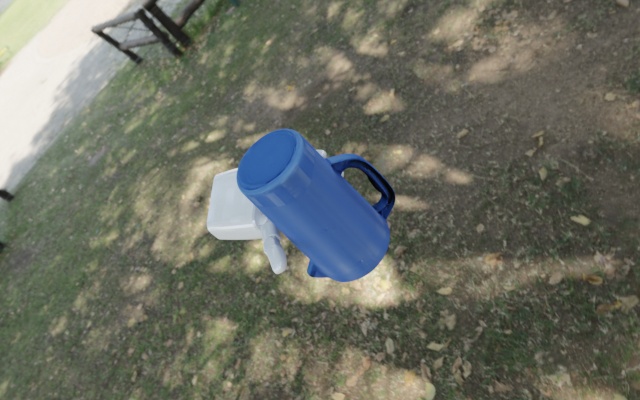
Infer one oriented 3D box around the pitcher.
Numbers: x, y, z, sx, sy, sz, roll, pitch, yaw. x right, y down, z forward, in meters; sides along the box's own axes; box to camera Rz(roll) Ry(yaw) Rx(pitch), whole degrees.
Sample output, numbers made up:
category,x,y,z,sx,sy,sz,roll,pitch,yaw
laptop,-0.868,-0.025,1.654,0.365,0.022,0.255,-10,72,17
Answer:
category,x,y,z,sx,sy,sz,roll,pitch,yaw
pitcher,0.000,0.002,0.694,0.145,0.149,0.243,-7,-36,34
